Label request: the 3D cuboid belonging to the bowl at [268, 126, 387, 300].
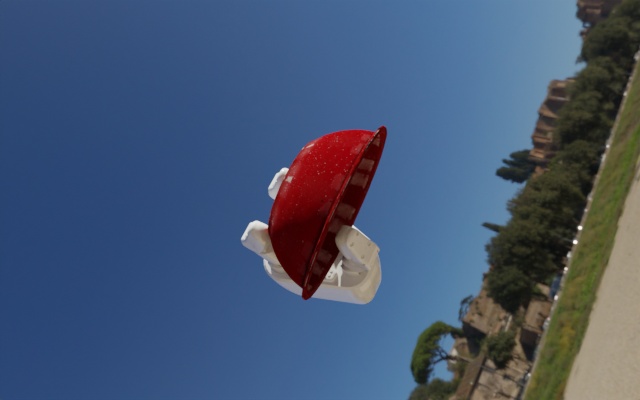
[{"bbox_3d":[0.000,0.000,0.412,0.055,0.162,0.162,25,4,10],"label":"bowl"}]
